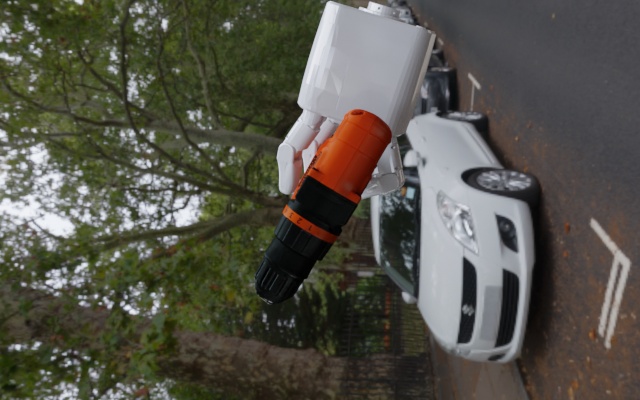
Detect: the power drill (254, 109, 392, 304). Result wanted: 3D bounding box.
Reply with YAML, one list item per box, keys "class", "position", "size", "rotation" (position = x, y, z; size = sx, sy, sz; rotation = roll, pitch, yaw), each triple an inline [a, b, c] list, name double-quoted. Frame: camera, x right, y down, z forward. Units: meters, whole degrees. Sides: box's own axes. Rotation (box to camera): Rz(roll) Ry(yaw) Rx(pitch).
- class: "power drill"
  position: [0.000, 0.001, 0.476]
  size: [0.057, 0.184, 0.187]
  rotation: [32, 5, -4]
